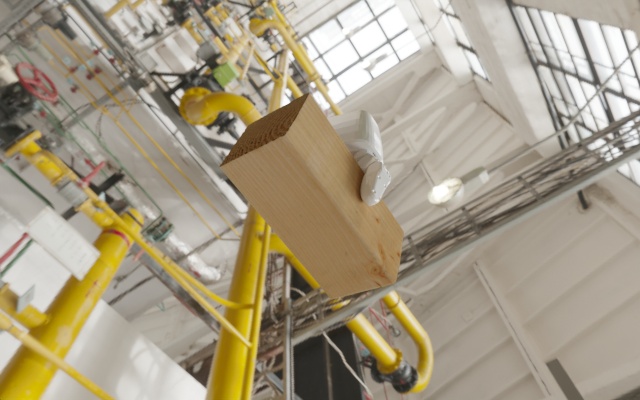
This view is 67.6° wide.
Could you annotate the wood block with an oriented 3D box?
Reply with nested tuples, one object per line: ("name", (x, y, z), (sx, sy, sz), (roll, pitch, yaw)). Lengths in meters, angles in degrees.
("wood block", (0.000, 0.001, 0.525), (0.091, 0.206, 0.090), (-22, 29, 31))
